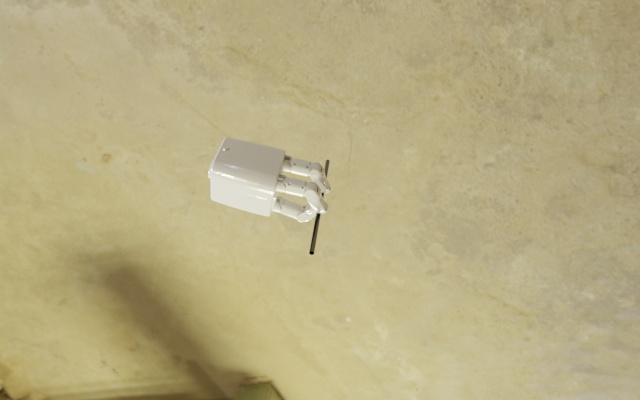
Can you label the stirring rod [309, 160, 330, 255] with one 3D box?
[{"bbox_3d":[0.000,0.003,0.815,0.011,0.011,0.239,0,40,8],"label":"stirring rod"}]
